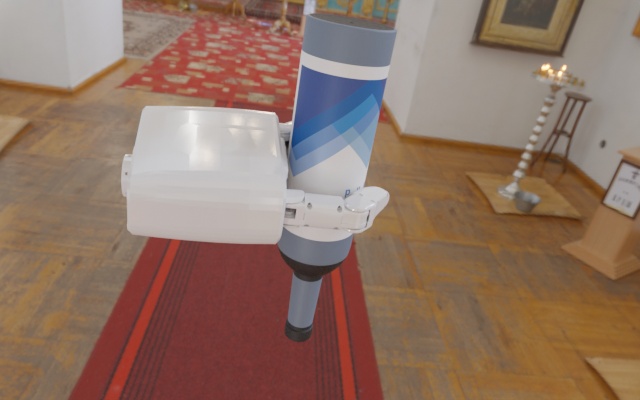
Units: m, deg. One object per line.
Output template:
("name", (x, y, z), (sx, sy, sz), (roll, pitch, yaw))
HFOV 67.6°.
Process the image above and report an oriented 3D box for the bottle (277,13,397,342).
("bottle", (0.000, 0.001, 0.409), (0.069, 0.296, 0.069), (8, 26, -4))
